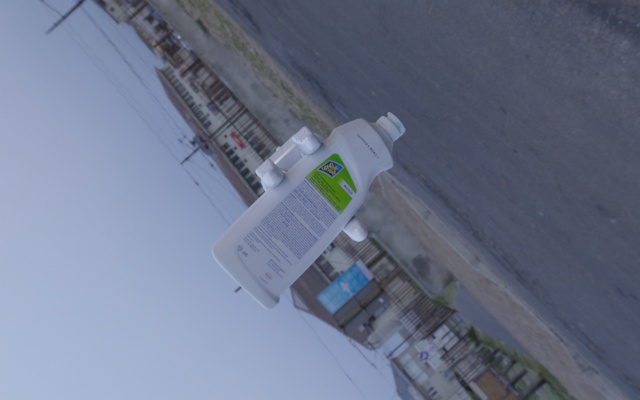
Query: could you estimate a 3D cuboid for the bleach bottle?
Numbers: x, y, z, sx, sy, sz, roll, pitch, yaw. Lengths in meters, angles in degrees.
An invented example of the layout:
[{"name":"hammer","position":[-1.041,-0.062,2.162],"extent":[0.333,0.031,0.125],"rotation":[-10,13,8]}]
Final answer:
[{"name":"bleach bottle","position":[0.000,0.002,0.542],"extent":[0.251,0.102,0.068],"rotation":[-43,15,0]}]
